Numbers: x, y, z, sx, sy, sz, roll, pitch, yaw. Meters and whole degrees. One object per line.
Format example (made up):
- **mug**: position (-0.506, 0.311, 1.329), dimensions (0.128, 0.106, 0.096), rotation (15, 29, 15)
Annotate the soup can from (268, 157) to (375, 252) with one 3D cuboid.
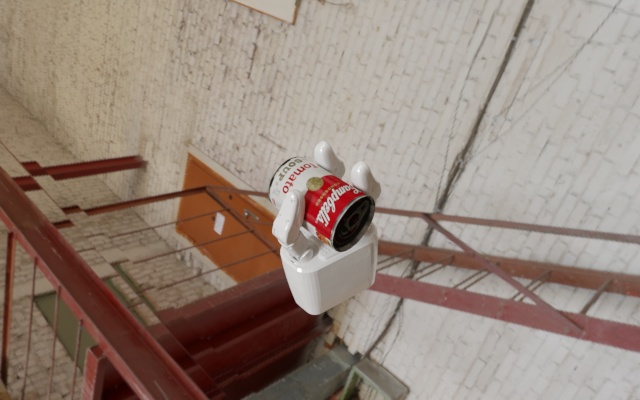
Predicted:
- **soup can**: position (0.000, 0.001, 0.526), dimensions (0.102, 0.068, 0.068), rotation (33, 19, 32)
